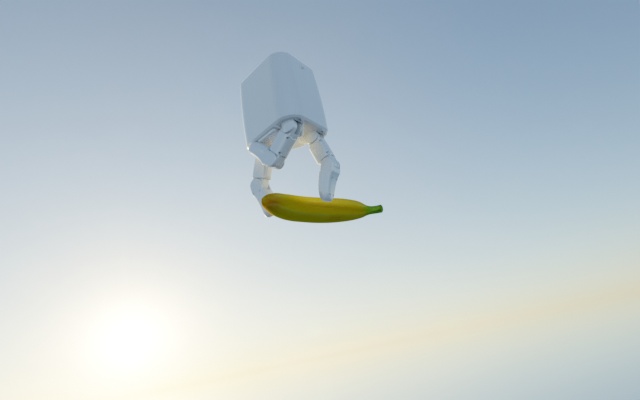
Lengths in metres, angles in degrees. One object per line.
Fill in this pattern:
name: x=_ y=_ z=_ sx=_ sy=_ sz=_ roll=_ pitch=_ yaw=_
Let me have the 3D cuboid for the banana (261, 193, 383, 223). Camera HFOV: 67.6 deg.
banana: x=-0.007 y=0.009 z=0.684 sx=0.198 sy=0.037 sz=0.070 roll=2 pitch=-22 yaw=-33
